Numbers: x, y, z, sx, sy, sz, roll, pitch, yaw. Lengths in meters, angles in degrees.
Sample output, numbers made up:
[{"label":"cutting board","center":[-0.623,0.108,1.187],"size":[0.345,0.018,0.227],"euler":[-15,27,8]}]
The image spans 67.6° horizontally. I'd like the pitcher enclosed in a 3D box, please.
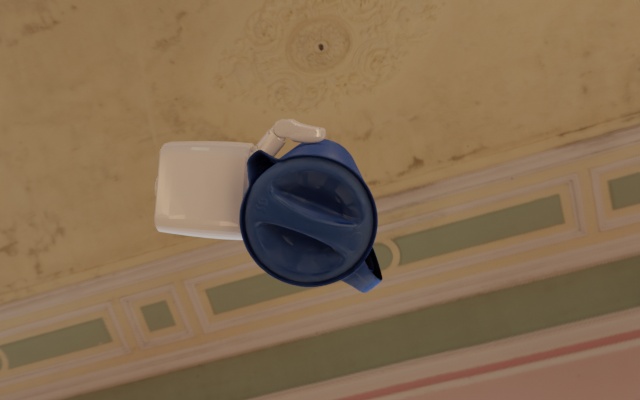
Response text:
[{"label":"pitcher","center":[0.000,0.002,0.567],"size":[0.145,0.149,0.242],"euler":[3,14,2]}]
